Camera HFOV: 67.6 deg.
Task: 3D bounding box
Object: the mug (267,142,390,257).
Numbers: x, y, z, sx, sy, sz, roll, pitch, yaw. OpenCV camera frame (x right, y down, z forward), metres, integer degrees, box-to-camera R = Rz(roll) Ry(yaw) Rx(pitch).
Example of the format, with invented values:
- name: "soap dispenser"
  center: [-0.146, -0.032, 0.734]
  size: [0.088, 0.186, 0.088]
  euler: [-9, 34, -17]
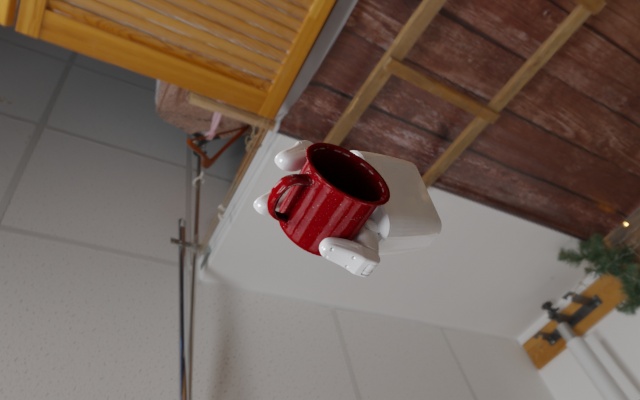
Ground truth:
- name: "mug"
  center: [-0.001, 0.002, 0.471]
  size: [0.117, 0.081, 0.093]
  euler: [3, 41, -41]
